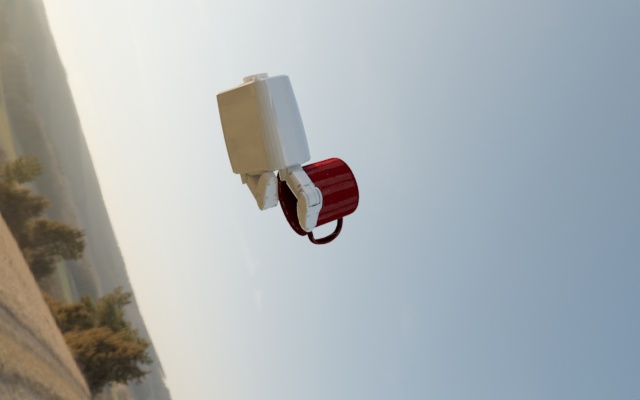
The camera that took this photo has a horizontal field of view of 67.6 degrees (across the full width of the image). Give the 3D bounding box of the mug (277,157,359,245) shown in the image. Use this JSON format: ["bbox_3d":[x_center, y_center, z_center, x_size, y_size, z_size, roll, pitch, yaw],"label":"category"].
[{"bbox_3d":[0.001,0.003,0.637,0.081,0.117,0.093,-19,16,-24],"label":"mug"}]
